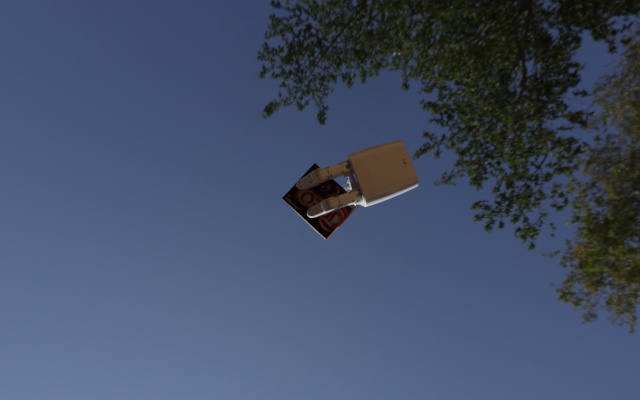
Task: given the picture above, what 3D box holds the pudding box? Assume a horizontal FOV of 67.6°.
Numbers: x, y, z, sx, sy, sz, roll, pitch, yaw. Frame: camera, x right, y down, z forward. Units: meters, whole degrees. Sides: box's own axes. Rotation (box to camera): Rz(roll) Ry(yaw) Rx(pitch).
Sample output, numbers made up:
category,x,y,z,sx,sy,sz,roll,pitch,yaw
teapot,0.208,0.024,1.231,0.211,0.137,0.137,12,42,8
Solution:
category,x,y,z,sx,sy,sz,roll,pitch,yaw
pudding box,0.000,0.003,0.876,0.113,0.090,0.039,42,-6,7
